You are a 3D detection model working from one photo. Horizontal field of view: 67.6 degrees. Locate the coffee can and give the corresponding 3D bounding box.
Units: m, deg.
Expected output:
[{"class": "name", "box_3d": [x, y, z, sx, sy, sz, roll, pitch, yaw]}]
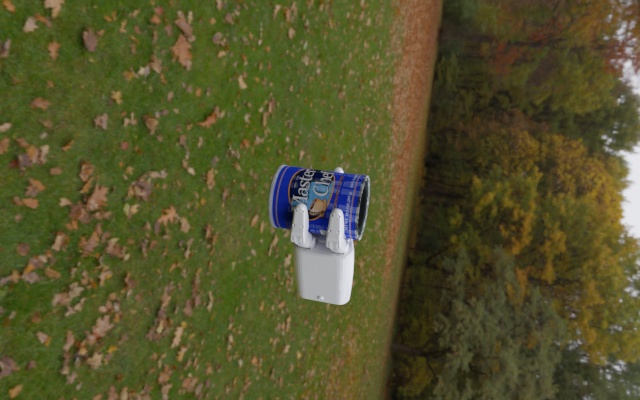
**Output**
[{"class": "coffee can", "box_3d": [0.000, 0.002, 0.755, 0.140, 0.103, 0.103, 8, 2, 13]}]
